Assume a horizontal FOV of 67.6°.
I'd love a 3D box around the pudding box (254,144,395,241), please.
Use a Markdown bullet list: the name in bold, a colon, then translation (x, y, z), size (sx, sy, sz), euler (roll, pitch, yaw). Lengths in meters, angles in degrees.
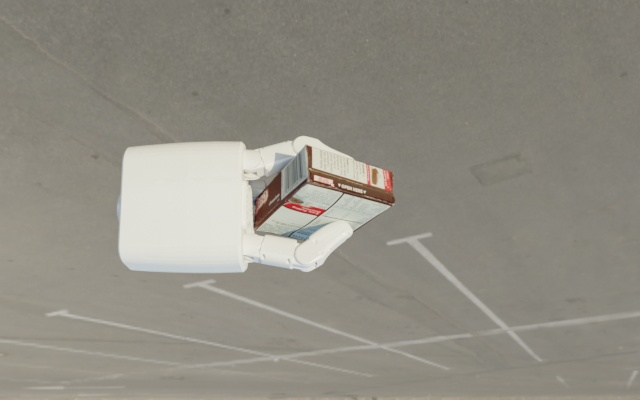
- **pudding box**: translation (0.000, 0.002, 0.442), size (0.090, 0.039, 0.113), euler (14, -29, -26)
